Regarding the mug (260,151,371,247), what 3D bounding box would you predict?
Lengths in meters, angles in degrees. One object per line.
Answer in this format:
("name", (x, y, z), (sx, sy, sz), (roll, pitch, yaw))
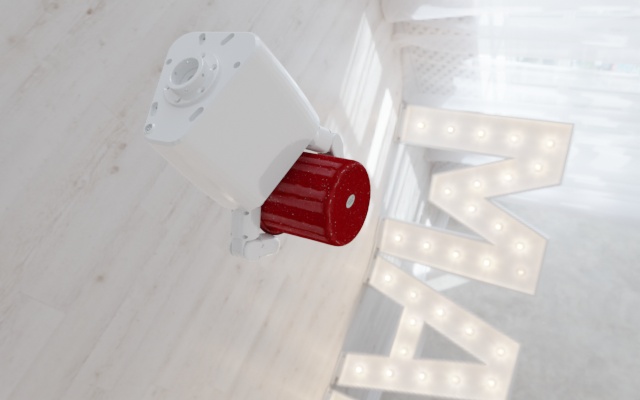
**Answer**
("mug", (0.001, 0.002, 0.466), (0.081, 0.093, 0.117), (12, -18, 31))
